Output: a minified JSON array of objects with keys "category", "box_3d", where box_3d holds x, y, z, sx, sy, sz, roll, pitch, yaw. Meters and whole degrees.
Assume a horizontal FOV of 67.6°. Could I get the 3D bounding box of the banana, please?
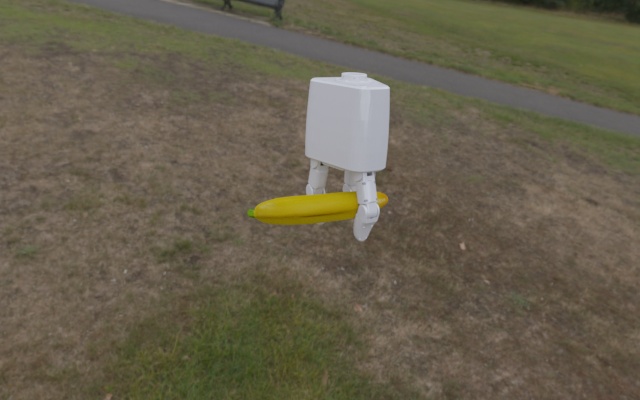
[{"category":"banana","box_3d":[-0.002,0.007,0.640,0.198,0.037,0.069,-4,15,-2]}]
